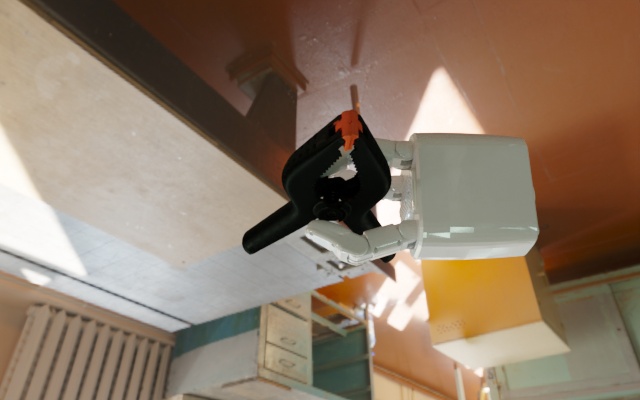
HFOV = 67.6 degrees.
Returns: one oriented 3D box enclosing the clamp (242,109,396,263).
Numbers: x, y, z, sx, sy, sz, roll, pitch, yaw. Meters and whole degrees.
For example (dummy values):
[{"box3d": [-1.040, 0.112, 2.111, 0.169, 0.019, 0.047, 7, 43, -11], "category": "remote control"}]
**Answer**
[{"box3d": [0.000, 0.002, 0.440, 0.164, 0.036, 0.210, -1, -35, -1], "category": "clamp"}]
